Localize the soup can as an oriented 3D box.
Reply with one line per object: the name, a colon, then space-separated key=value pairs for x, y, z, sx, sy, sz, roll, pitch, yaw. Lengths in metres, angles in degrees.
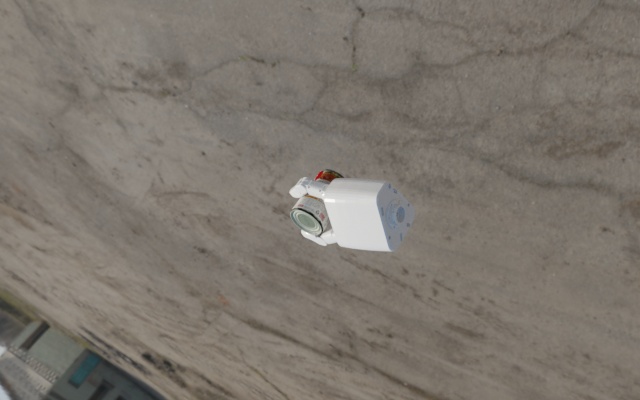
soup can: x=0.000 y=0.003 z=0.851 sx=0.068 sy=0.102 sz=0.069 roll=25 pitch=-31 yaw=17
